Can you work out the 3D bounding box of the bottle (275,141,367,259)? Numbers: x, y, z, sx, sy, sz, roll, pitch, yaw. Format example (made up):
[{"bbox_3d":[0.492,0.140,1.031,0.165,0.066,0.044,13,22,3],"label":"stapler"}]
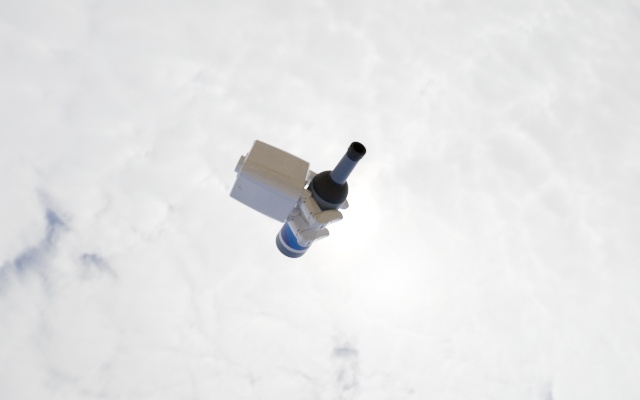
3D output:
[{"bbox_3d":[0.000,0.003,0.820,0.069,0.069,0.296,0,-33,-28],"label":"bottle"}]
